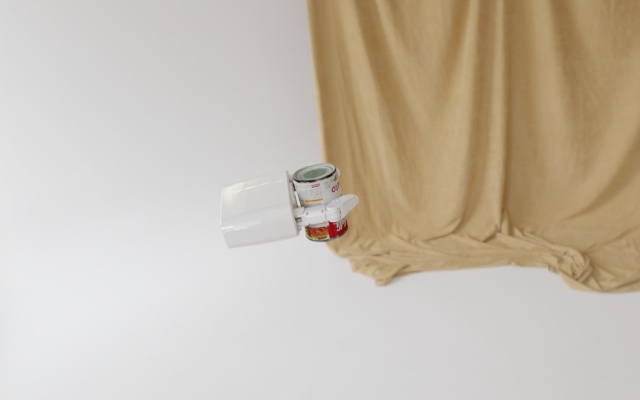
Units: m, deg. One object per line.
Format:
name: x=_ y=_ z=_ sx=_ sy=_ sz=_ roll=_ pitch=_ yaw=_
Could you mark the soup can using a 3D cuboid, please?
soup can: x=0.001 y=0.002 z=0.721 sx=0.068 sy=0.102 sz=0.068 roll=-10 pitch=24 yaw=5
